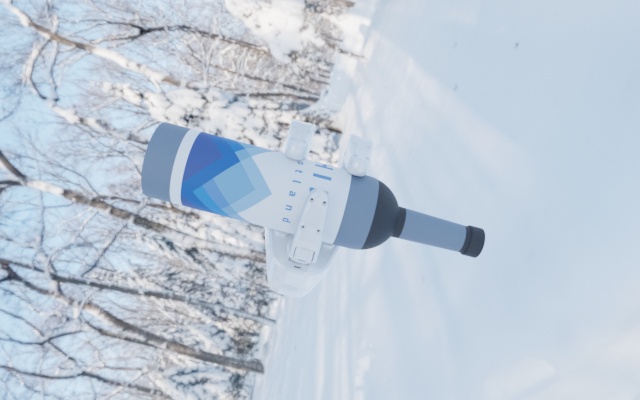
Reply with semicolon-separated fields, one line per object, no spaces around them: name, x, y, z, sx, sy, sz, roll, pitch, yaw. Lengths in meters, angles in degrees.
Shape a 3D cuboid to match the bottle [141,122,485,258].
bottle;0.000;0.001;0.421;0.296;0.069;0.069;15;-1;-3
